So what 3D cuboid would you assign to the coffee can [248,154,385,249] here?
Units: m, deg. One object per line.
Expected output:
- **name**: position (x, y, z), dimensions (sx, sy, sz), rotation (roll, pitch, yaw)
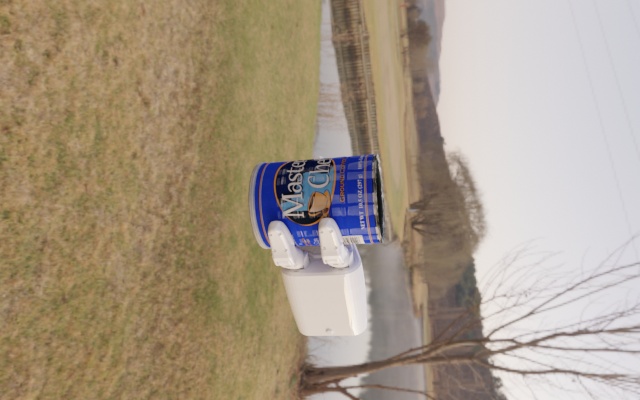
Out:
- **coffee can**: position (0.000, 0.002, 0.554), dimensions (0.140, 0.103, 0.103), rotation (-4, -1, 12)
